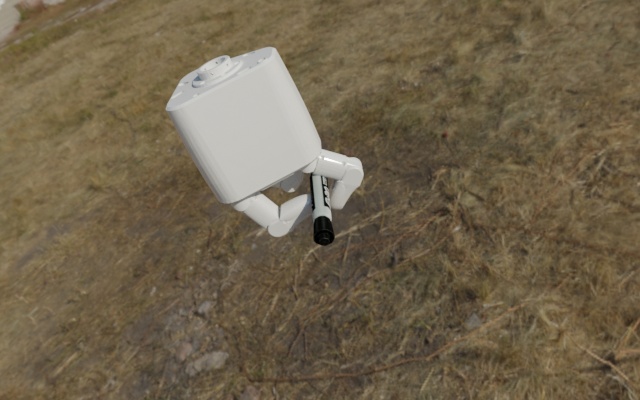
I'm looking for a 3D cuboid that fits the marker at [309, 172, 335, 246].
[{"bbox_3d":[0.000,0.002,0.459,0.020,0.020,0.121,0,34,-3],"label":"marker"}]
